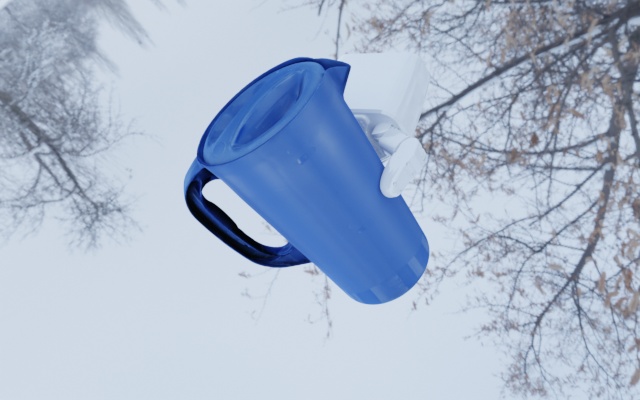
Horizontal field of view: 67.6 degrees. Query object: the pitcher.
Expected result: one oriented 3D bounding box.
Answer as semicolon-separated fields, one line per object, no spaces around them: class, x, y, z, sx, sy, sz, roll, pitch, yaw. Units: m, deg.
pitcher;0.000;0.001;0.463;0.149;0.145;0.243;-7;-45;40
